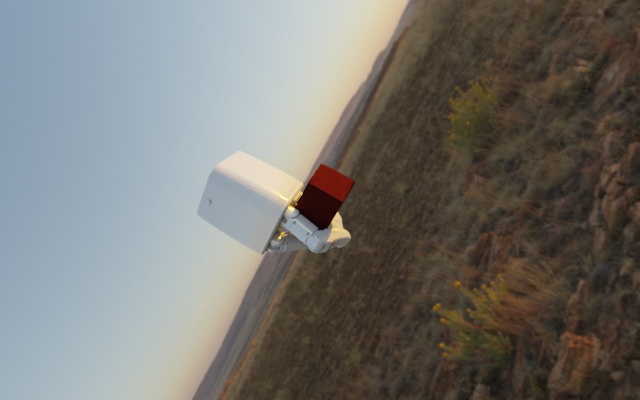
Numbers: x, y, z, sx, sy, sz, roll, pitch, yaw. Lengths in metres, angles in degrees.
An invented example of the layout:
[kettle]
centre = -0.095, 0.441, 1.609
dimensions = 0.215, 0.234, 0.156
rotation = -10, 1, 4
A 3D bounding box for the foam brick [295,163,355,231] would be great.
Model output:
[foam brick]
centre = 0.000, 0.002, 0.621
dimensions = 0.051, 0.078, 0.053
rotation = 31, 38, 2
